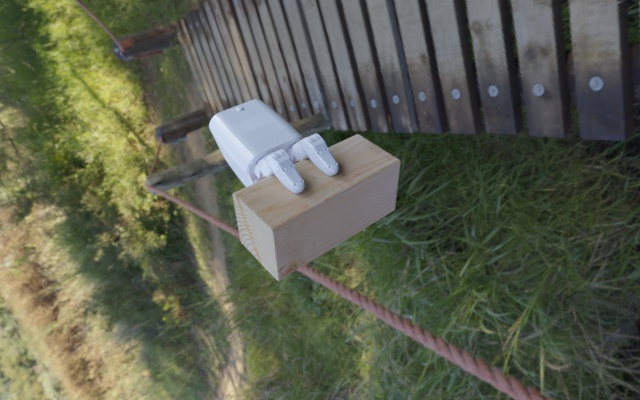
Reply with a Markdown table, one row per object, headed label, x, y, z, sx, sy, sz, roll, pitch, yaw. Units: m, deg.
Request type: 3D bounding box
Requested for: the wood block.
| label | x | y | z | sx | sy | sz | roll | pitch | yaw |
| --- | --- | --- | --- | --- | --- | --- | --- | --- | --- |
| wood block | 0.000 | 0.002 | 0.633 | 0.206 | 0.091 | 0.090 | -28 | 48 | -28 |
